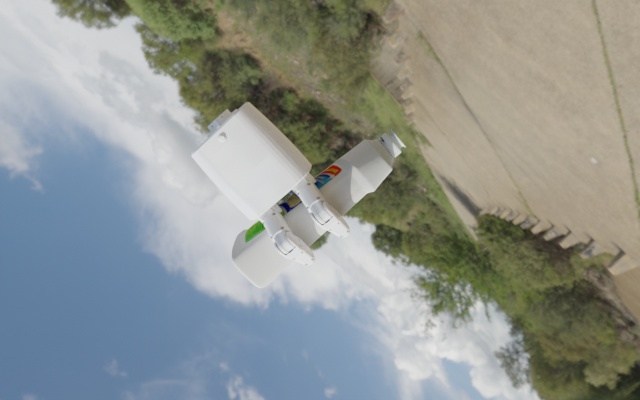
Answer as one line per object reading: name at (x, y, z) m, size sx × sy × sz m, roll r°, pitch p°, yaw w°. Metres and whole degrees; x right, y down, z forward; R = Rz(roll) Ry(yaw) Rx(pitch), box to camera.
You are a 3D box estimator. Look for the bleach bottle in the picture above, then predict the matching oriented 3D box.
bleach bottle at (0.000, 0.002, 0.607) m, size 0.251 × 0.068 × 0.102 m, roll -40°, pitch 14°, yaw 10°
